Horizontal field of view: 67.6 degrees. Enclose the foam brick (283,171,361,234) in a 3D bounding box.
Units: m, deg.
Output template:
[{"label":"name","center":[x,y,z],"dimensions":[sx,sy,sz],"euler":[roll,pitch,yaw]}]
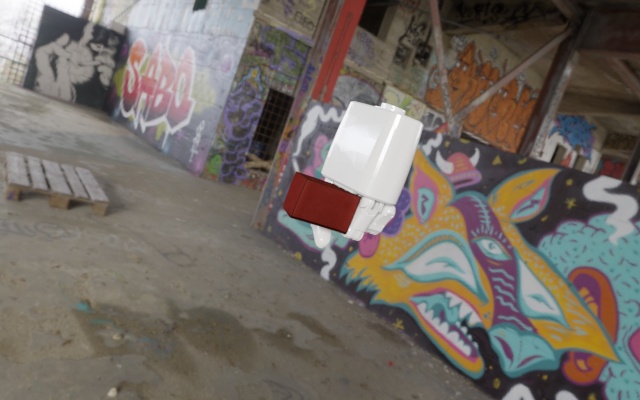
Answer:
[{"label":"foam brick","center":[0.000,0.002,0.600],"dimensions":[0.078,0.051,0.053],"euler":[18,9,-21]}]
